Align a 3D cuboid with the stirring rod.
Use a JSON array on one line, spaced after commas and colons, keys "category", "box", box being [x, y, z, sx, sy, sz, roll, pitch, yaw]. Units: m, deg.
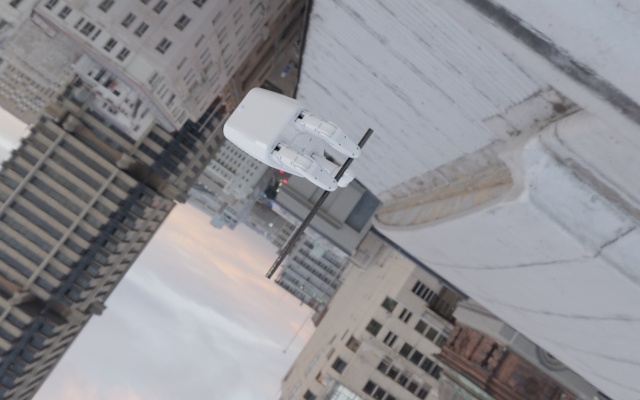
[{"category": "stirring rod", "box": [0.000, 0.002, 0.630, 0.011, 0.239, 0.011, 34, -7, 5]}]
